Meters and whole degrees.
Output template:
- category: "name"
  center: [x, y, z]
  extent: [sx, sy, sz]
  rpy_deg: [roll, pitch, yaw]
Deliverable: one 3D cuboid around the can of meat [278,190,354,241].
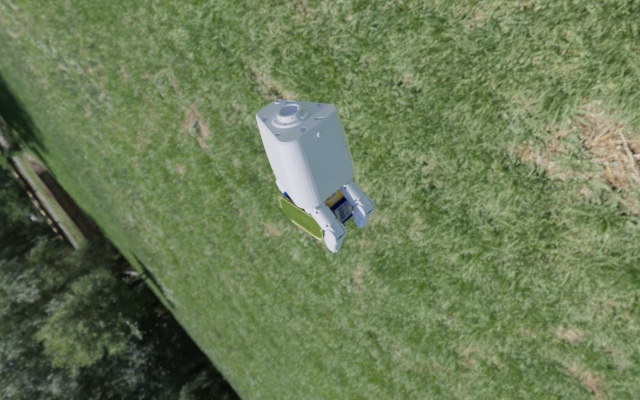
- category: "can of meat"
  center: [0.000, 0.003, 0.703]
  extent: [0.084, 0.057, 0.102]
  rpy_deg: [-39, 47, -23]
